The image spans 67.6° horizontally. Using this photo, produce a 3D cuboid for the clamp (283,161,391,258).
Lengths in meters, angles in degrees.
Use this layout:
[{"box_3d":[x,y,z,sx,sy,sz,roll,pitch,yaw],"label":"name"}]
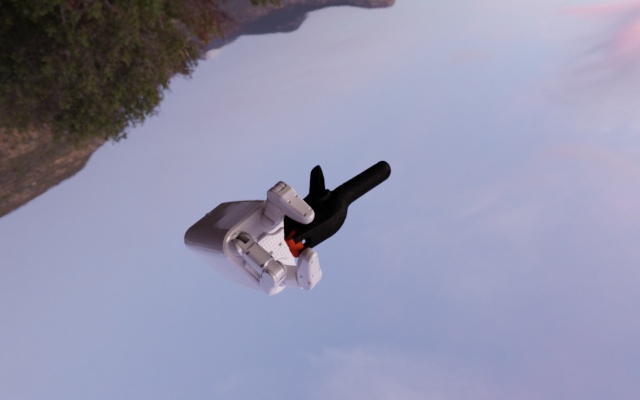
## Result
[{"box_3d":[0.000,0.003,0.598,0.120,0.039,0.171,0,34,47],"label":"clamp"}]
